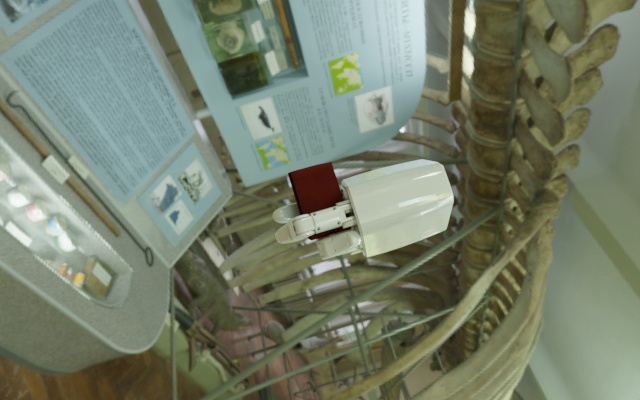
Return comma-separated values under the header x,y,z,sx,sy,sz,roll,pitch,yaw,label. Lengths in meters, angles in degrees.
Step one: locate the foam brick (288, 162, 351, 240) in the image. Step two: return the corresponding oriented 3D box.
x,y,z,sx,sy,sz,roll,pitch,yaw,label
0.000,0.002,0.553,0.051,0.078,0.053,-17,-9,1,foam brick
